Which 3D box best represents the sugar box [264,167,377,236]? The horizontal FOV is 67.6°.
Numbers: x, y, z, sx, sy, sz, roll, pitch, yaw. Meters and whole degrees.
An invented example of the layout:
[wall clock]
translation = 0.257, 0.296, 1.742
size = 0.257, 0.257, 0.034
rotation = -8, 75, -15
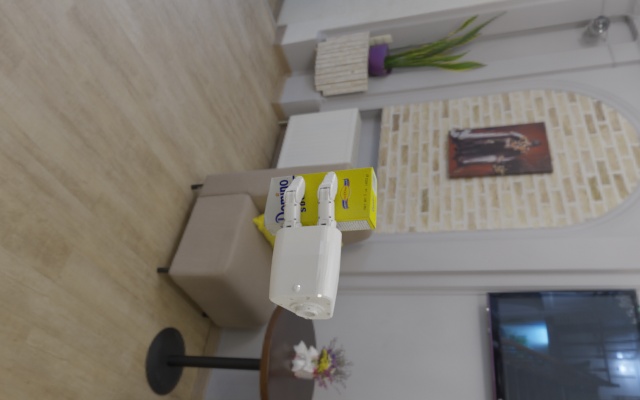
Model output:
[sugar box]
translation = 0.000, 0.002, 0.760
size = 0.176, 0.093, 0.048
rotation = -4, -31, 17
